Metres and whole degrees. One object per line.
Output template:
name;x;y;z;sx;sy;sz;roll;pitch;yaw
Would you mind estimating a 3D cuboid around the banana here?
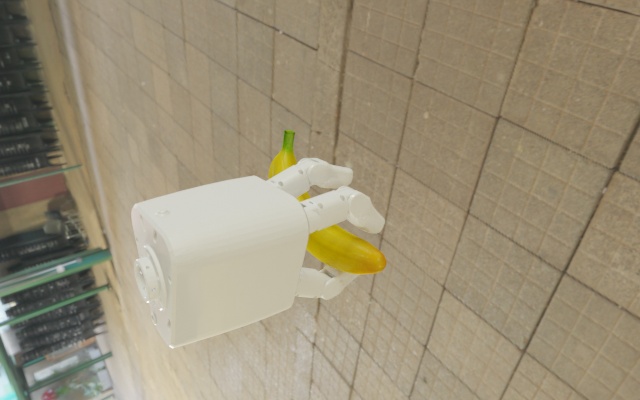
banana;-0.008;0.013;0.476;0.037;0.070;0.197;-8;47;-35
